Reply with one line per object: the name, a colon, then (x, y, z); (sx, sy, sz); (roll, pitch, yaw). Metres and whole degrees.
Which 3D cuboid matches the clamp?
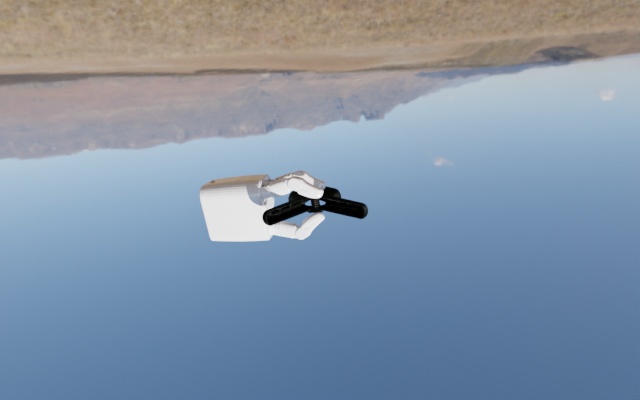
clamp: (0.000, 0.003, 0.827); (0.164, 0.036, 0.210); (-2, 13, 6)
